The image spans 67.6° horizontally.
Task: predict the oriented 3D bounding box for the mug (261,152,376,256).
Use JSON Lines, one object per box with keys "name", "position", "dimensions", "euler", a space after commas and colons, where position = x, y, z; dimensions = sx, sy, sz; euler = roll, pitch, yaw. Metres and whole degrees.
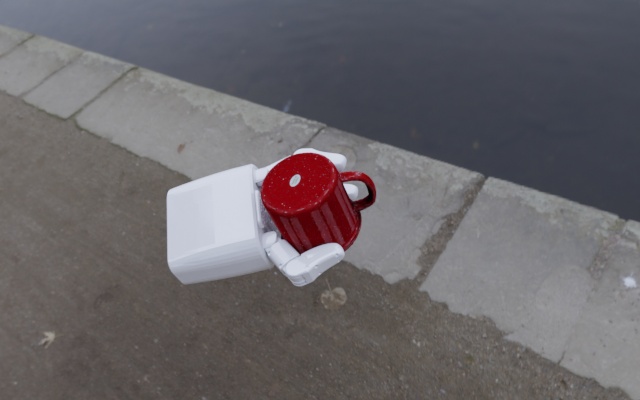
{"name": "mug", "position": [0.001, 0.001, 0.495], "dimensions": [0.117, 0.093, 0.082], "euler": [-15, -41, 9]}
